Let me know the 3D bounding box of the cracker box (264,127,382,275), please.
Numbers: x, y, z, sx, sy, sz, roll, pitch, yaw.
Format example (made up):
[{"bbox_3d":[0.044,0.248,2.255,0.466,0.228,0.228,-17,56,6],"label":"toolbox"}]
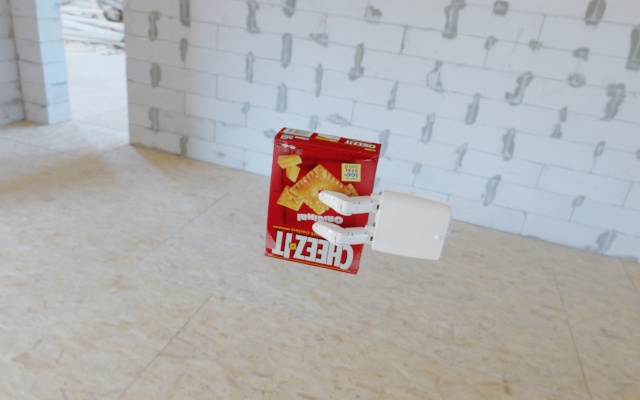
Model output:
[{"bbox_3d":[0.000,0.002,0.775,0.164,0.214,0.072,11,25,7],"label":"cracker box"}]
